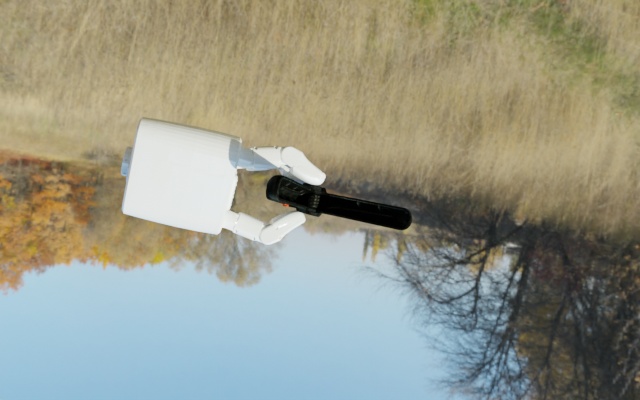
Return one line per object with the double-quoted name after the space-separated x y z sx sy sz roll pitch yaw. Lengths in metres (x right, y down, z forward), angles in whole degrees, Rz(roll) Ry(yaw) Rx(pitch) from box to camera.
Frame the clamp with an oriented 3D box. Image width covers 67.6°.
0.000 0.003 0.569 0.164 0.036 0.210 15 -3 -16 "clamp"
